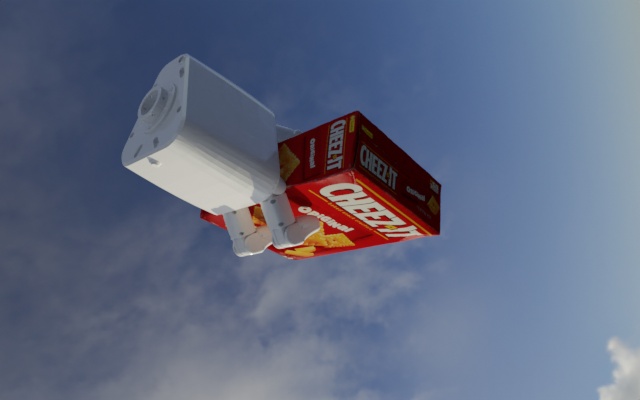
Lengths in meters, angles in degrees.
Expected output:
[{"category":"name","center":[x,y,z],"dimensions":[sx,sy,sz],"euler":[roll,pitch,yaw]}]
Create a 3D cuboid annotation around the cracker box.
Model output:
[{"category":"cracker box","center":[0.000,0.002,0.529],"dimensions":[0.214,0.072,0.164],"euler":[-15,-32,38]}]
